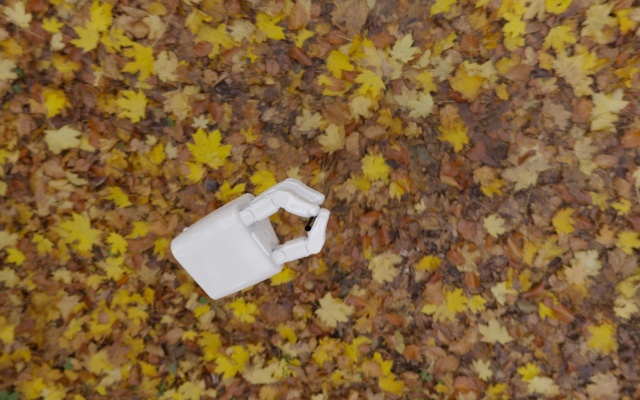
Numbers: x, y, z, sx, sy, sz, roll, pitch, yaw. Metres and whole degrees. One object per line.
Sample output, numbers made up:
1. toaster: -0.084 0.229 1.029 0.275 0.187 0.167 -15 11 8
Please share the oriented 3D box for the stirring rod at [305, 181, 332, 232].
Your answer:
1. stirring rod: 0.000 0.002 0.666 0.011 0.011 0.239 0 15 7
